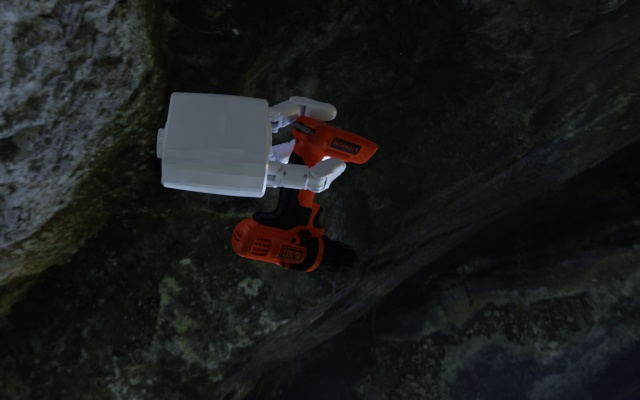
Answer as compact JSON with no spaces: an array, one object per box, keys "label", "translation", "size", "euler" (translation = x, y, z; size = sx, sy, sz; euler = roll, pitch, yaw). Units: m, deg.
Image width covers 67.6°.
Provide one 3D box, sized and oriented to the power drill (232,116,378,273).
[{"label":"power drill","translation":[0.000,0.001,0.599],"size":[0.184,0.188,0.057],"euler":[15,11,-36]}]
